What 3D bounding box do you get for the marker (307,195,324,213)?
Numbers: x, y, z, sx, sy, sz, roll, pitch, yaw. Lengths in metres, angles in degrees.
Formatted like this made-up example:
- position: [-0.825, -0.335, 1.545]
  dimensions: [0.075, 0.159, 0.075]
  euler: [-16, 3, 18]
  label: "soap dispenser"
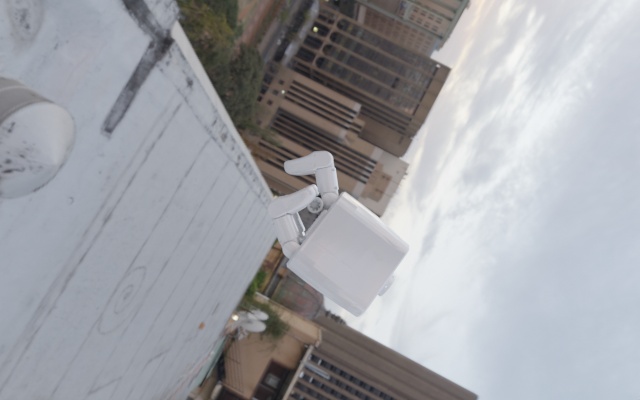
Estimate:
- position: [0.000, 0.002, 0.621]
  dimensions: [0.020, 0.020, 0.121]
  euler: [0, 3, 6]
  label: "marker"
